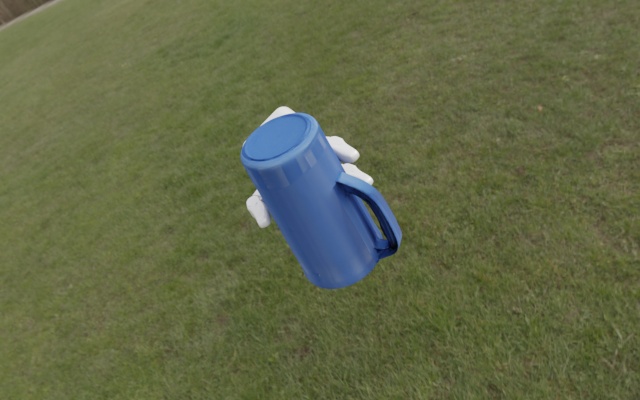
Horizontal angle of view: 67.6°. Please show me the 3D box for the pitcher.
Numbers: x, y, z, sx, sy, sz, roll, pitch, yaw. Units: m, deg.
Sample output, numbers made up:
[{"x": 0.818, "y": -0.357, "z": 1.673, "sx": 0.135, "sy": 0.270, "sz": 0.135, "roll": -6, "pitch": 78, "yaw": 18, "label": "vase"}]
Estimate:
[{"x": 0.000, "y": 0.002, "z": 0.662, "sx": 0.149, "sy": 0.243, "sz": 0.145, "roll": -32, "pitch": 39, "yaw": -3, "label": "pitcher"}]
